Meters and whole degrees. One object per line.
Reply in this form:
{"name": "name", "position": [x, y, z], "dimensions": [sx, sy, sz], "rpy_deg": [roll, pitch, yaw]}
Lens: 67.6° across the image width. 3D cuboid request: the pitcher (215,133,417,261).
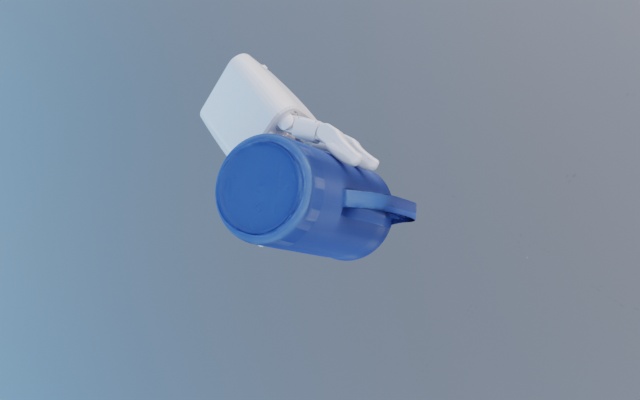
{"name": "pitcher", "position": [0.000, 0.002, 0.551], "dimensions": [0.149, 0.145, 0.243], "rpy_deg": [-43, -21, 13]}
